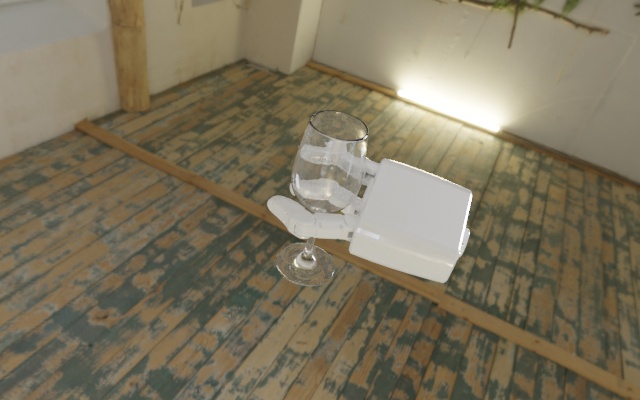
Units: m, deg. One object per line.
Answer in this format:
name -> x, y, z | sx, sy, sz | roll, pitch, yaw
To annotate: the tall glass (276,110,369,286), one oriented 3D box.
tall glass -> 0.000, 0.002, 0.539 | 0.079, 0.201, 0.079 | 9, 37, -6
